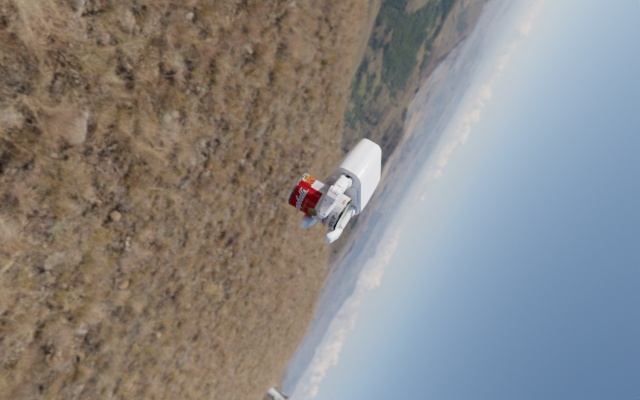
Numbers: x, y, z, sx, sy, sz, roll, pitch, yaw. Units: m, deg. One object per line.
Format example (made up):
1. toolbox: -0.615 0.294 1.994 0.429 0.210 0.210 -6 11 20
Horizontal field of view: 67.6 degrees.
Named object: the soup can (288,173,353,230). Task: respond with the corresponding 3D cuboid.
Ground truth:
1. soup can: 0.000 0.003 0.891 0.102 0.068 0.068 30 5 9
